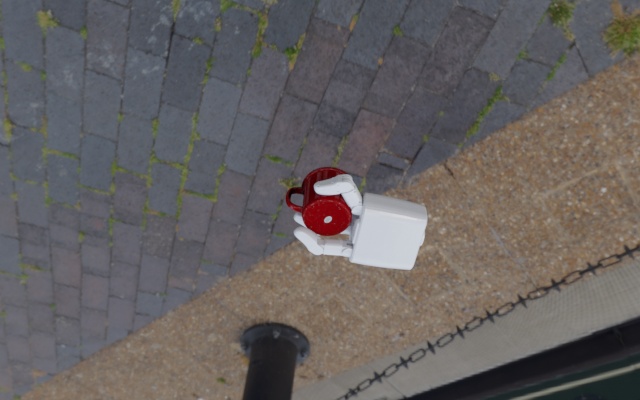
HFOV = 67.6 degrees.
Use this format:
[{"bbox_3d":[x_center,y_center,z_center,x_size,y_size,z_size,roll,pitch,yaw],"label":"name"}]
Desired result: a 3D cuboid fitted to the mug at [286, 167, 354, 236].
[{"bbox_3d":[-0.001,0.002,0.793,0.117,0.093,0.081,9,38,-4],"label":"mug"}]
